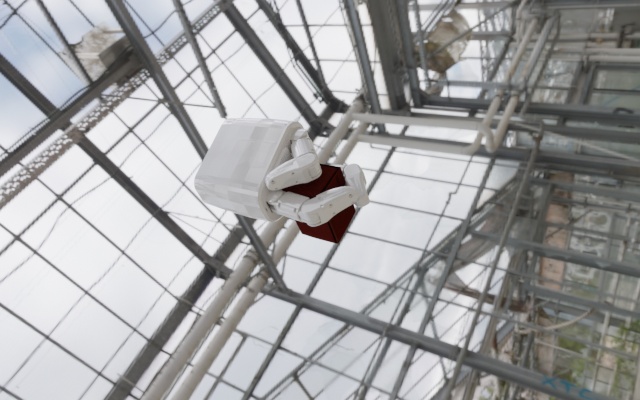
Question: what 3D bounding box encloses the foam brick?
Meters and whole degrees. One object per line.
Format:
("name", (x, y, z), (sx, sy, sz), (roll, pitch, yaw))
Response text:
("foam brick", (0.000, 0.002, 0.549), (0.051, 0.053, 0.078), (10, -39, 31))
